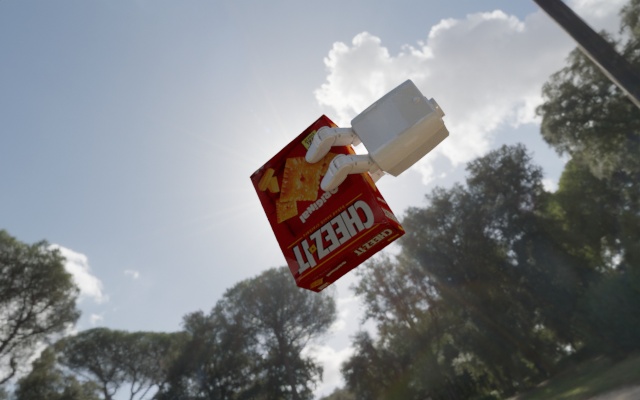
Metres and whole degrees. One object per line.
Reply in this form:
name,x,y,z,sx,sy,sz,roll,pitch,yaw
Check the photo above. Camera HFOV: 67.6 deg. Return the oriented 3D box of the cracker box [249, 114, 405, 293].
cracker box,0.000,0.002,0.719,0.164,0.213,0.072,-37,-32,16
